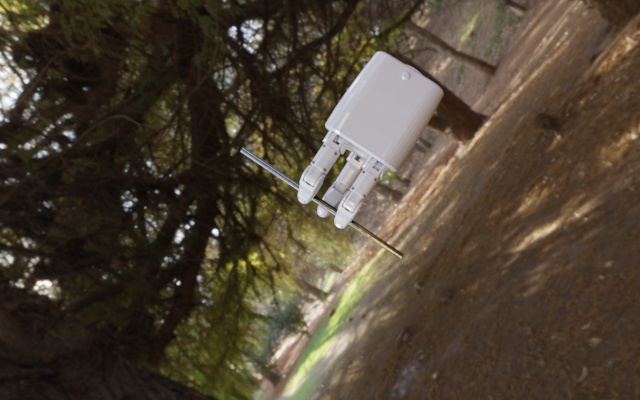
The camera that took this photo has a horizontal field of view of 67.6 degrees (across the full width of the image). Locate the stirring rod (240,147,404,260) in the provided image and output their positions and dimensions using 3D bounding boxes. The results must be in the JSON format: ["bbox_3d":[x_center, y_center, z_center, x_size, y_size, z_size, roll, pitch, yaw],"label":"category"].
[{"bbox_3d":[0.000,0.002,0.593,0.239,0.011,0.011,34,4,6],"label":"stirring rod"}]
